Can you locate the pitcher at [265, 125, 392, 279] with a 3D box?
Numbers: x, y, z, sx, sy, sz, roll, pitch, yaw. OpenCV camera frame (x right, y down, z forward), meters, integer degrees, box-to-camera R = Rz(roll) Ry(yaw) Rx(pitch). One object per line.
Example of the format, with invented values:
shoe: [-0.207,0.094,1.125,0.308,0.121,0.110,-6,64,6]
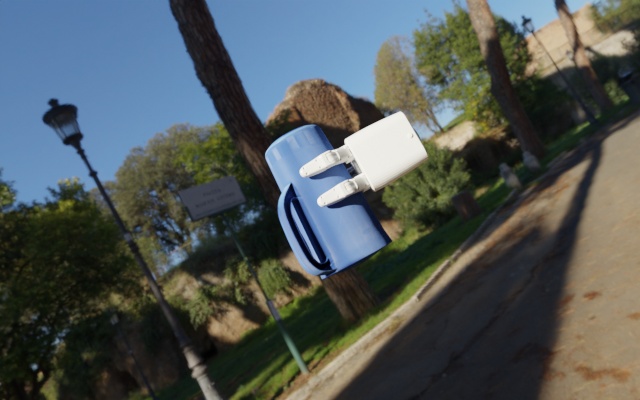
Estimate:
pitcher: [0.000,0.003,0.797,0.145,0.243,0.149,-29,-6,1]
